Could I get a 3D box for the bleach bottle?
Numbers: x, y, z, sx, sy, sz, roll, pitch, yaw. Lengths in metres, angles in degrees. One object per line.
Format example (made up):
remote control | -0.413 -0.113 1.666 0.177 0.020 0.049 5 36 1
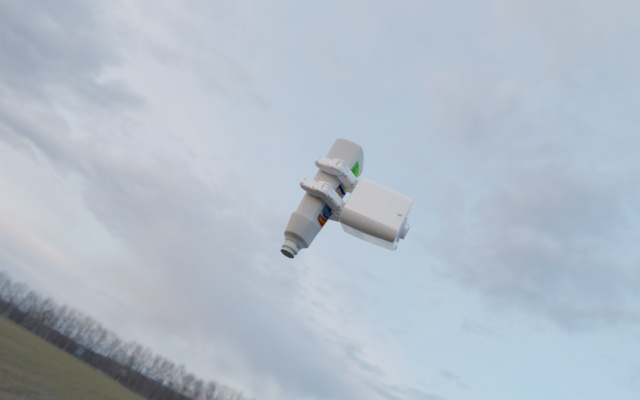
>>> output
bleach bottle | 0.000 0.003 0.893 0.068 0.250 0.103 23 -29 15
